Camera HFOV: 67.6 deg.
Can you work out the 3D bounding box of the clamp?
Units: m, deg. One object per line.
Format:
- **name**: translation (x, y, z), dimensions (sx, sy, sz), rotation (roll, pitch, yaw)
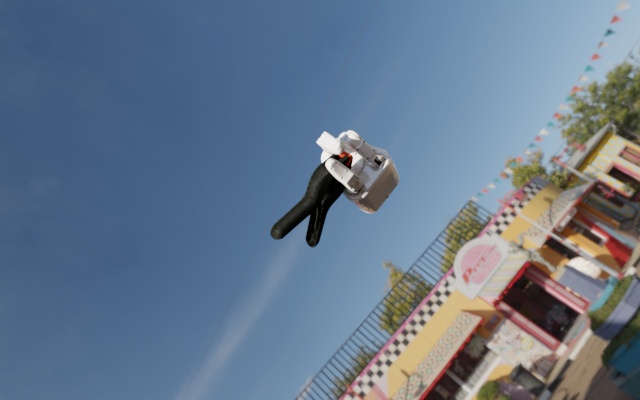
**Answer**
- **clamp**: translation (0.000, 0.002, 0.752), dimensions (0.039, 0.171, 0.120), rotation (38, 0, 25)
